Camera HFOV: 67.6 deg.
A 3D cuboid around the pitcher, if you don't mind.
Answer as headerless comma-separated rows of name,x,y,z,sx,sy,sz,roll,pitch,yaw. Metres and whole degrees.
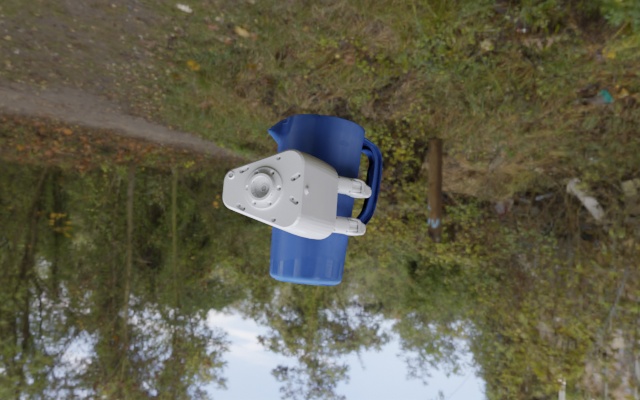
pitcher,0.000,0.002,0.722,0.149,0.243,0.145,3,-7,22
